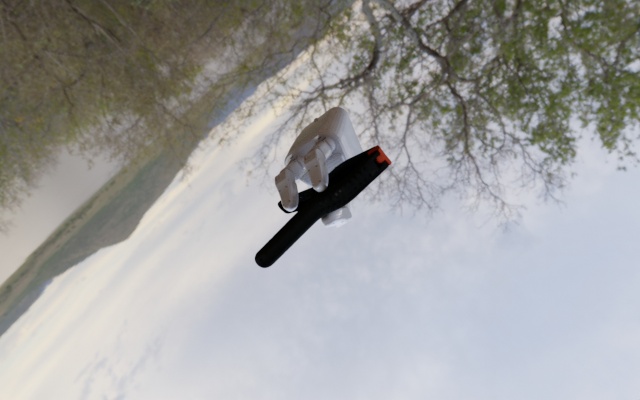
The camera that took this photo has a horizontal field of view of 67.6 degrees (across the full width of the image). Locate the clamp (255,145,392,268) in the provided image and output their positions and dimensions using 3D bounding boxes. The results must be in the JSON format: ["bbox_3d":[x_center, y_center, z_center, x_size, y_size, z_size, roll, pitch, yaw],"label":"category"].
[{"bbox_3d":[0.001,0.002,0.635,0.210,0.036,0.164,-32,20,29],"label":"clamp"}]
